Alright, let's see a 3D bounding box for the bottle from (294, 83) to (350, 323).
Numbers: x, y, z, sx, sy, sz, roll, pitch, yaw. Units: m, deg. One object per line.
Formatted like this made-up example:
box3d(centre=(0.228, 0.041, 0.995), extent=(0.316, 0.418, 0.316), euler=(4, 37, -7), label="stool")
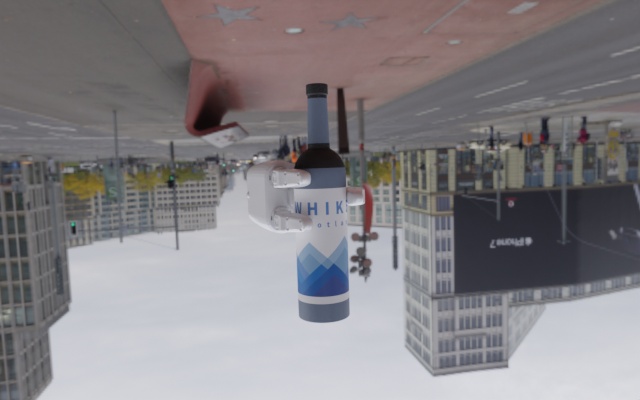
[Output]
box3d(centre=(0.000, 0.002, 0.608), extent=(0.069, 0.296, 0.069), euler=(-2, 5, 0), label="bottle")
